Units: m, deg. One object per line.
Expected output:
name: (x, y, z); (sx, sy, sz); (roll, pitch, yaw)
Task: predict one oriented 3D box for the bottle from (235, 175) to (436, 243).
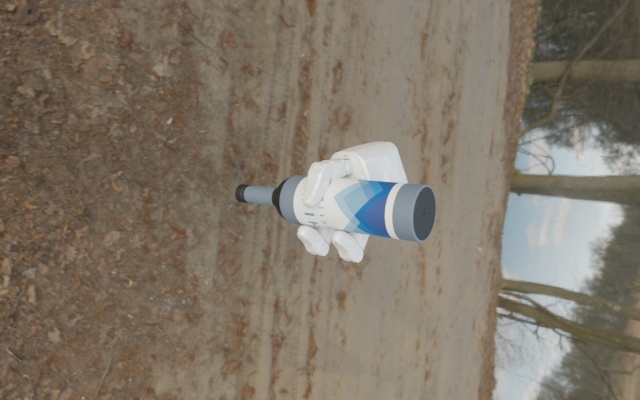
bottle: (0.000, 0.002, 0.629); (0.295, 0.069, 0.069); (6, 4, 36)
